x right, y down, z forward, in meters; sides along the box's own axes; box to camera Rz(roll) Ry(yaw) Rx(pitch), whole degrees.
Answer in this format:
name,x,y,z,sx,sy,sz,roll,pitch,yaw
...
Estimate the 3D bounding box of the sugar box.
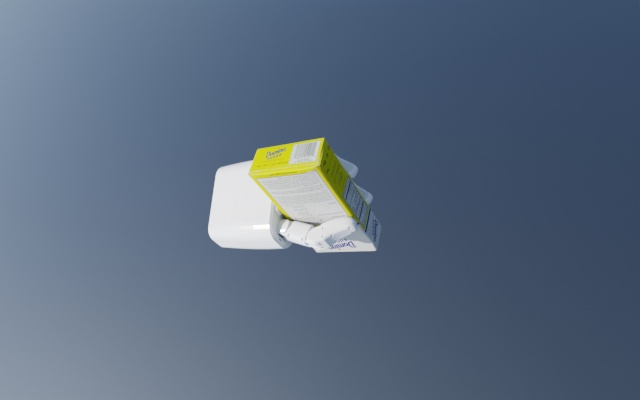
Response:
name,x,y,z,sx,sy,sz,roll,pitch,yaw
sugar box,0.000,0.001,0.583,0.093,0.048,0.176,-5,-35,28
